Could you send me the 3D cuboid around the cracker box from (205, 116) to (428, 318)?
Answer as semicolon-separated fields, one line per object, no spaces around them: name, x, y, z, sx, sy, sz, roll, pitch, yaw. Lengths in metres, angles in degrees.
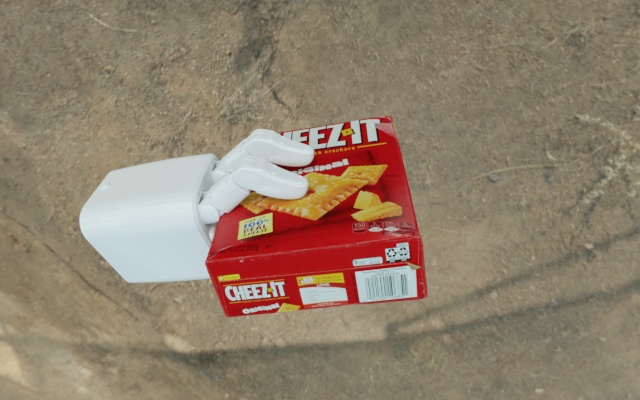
cracker box;0.000;0.002;0.446;0.164;0.072;0.213;-7;34;6
